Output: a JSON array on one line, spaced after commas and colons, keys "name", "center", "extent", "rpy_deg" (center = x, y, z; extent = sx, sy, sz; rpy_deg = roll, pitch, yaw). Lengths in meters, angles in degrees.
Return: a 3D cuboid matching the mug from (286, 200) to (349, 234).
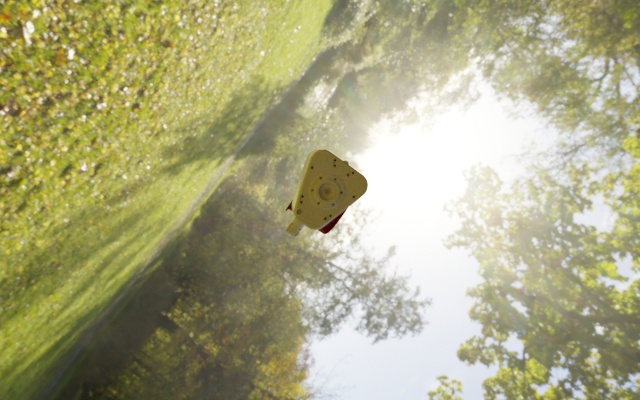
[{"name": "mug", "center": [0.000, 0.003, 0.828], "extent": [0.081, 0.093, 0.117], "rpy_deg": [37, 3, -3]}]
